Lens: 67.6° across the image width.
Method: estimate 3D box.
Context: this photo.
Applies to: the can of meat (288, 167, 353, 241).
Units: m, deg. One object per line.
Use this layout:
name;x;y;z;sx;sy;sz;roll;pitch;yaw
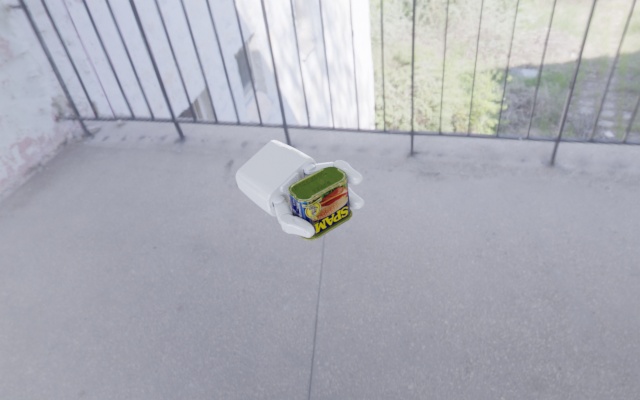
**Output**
can of meat;0.000;0.002;0.775;0.102;0.084;0.057;-29;43;-24
